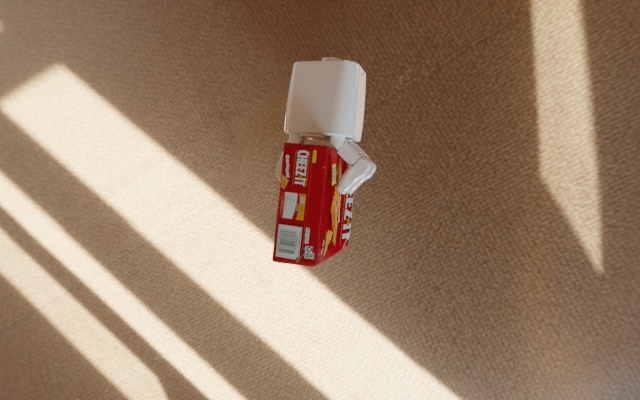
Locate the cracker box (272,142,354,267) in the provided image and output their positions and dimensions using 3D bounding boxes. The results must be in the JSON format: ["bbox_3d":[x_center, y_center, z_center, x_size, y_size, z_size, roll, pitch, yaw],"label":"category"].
[{"bbox_3d":[0.000,0.002,0.732,0.072,0.164,0.213,7,3,15],"label":"cracker box"}]
